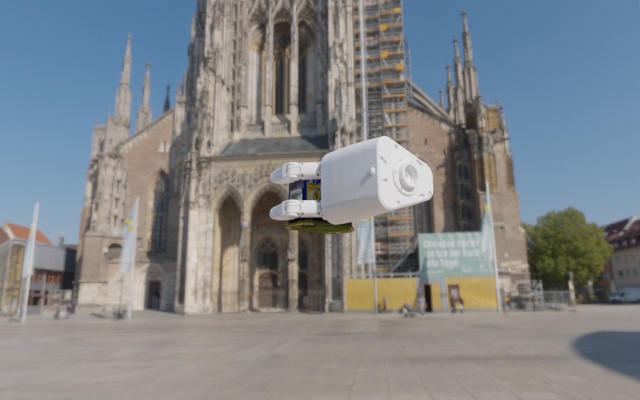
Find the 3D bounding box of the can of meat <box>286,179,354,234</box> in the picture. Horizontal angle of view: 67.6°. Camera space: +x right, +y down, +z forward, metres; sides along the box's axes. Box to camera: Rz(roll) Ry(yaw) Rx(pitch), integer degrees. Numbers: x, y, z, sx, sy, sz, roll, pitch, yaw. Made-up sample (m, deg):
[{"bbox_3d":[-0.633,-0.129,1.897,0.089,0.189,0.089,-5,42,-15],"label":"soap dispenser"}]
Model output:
[{"bbox_3d":[0.000,0.002,0.707,0.102,0.084,0.057,9,-15,-35],"label":"can of meat"}]
